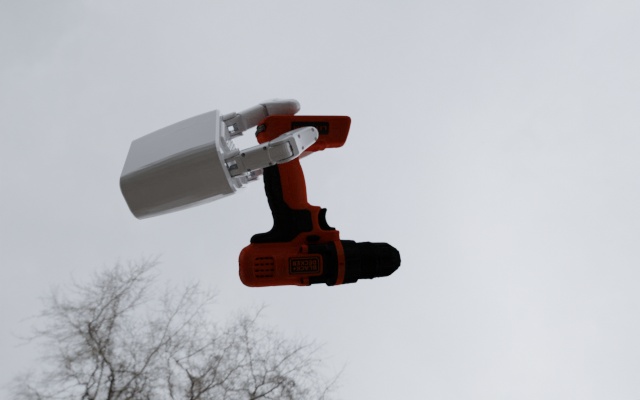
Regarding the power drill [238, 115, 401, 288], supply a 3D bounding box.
[{"bbox_3d":[0.000,0.001,0.530,0.184,0.187,0.057,-1,-4,-17],"label":"power drill"}]
